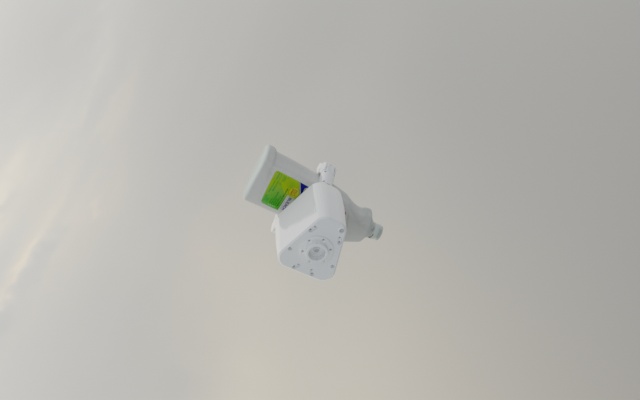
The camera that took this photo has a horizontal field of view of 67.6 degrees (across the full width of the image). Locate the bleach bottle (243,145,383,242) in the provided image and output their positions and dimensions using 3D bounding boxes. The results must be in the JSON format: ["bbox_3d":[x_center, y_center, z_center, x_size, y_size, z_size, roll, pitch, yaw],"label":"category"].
[{"bbox_3d":[0.000,0.003,0.825,0.251,0.103,0.068,24,24,-16],"label":"bleach bottle"}]
